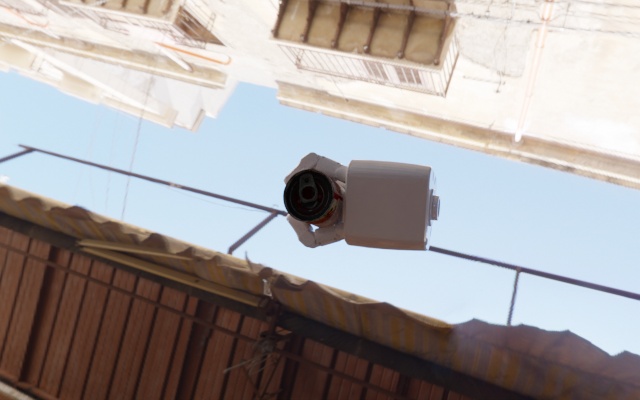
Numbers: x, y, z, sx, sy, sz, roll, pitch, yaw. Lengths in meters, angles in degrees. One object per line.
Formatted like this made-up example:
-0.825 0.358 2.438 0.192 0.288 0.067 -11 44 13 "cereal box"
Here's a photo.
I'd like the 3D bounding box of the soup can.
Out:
0.000 0.002 0.644 0.068 0.068 0.102 0 -10 19 "soup can"
